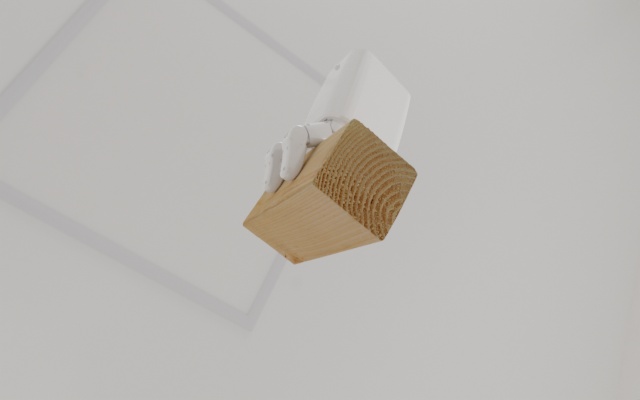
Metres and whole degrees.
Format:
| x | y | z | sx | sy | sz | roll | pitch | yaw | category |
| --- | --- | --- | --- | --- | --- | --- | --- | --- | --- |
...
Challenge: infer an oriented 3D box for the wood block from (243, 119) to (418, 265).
| x | y | z | sx | sy | sz | roll | pitch | yaw | category |
| --- | --- | --- | --- | --- | --- | --- | --- | --- | --- |
| 0.000 | 0.002 | 0.541 | 0.091 | 0.090 | 0.206 | 38 | -27 | -13 | wood block |
